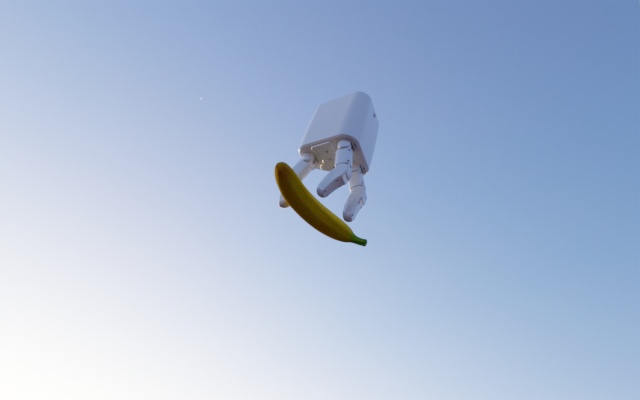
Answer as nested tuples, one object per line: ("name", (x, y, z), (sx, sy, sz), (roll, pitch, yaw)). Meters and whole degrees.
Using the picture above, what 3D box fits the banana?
("banana", (-0.010, 0.008, 0.724), (0.069, 0.037, 0.198), (-16, -47, 46))
